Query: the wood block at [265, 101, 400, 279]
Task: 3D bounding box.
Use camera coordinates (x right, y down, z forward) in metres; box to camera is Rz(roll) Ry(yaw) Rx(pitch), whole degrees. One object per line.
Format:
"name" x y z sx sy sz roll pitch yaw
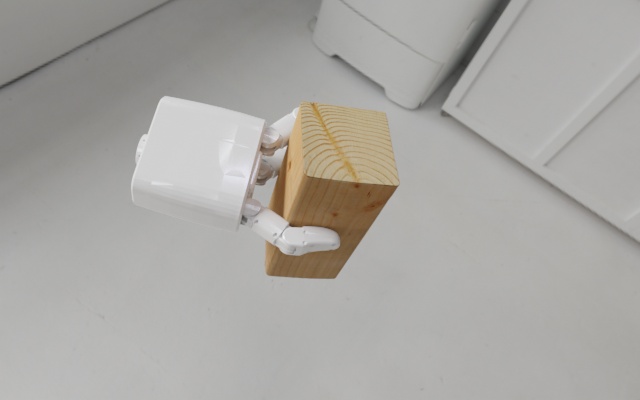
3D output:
"wood block" 0.000 0.002 0.519 0.090 0.090 0.206 5 -34 -14
